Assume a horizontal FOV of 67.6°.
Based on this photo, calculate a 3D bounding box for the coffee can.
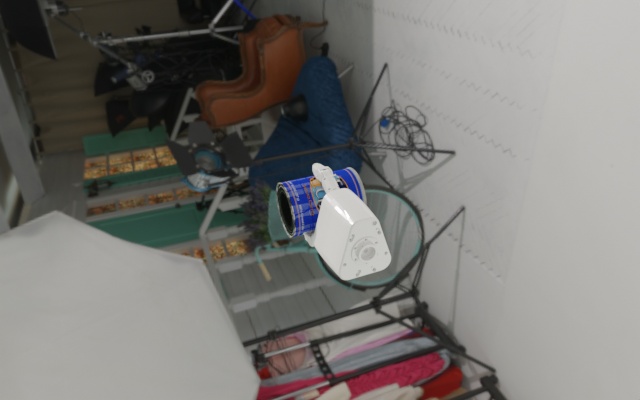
[{"bbox_3d":[0.000,0.003,0.878,0.140,0.103,0.103,-13,4,-17],"label":"coffee can"}]
